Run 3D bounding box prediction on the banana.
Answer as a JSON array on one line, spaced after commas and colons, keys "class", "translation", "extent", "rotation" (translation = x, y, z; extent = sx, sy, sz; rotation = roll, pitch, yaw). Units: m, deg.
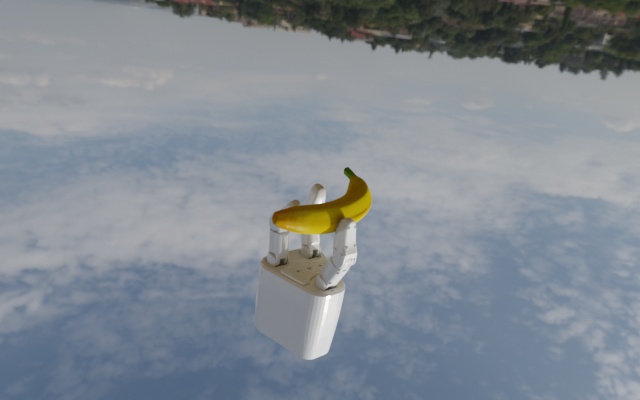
[{"class": "banana", "translation": [0.018, 0.008, 0.593], "extent": [0.069, 0.037, 0.197], "rotation": [24, 27, 20]}]
